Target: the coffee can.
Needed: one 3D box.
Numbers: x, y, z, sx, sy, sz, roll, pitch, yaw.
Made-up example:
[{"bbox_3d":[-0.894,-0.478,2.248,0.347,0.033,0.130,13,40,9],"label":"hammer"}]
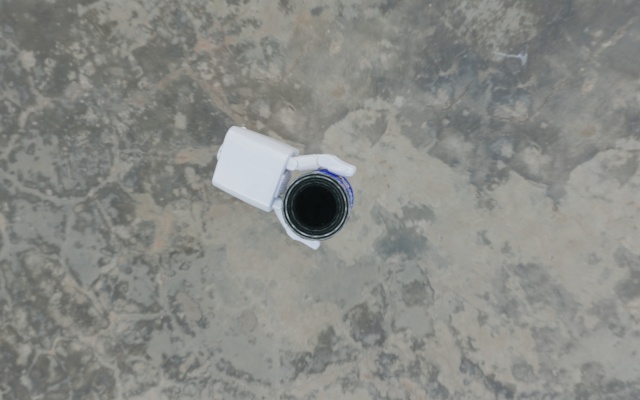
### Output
[{"bbox_3d":[0.000,0.003,0.764,0.103,0.103,0.140,0,6,6],"label":"coffee can"}]
